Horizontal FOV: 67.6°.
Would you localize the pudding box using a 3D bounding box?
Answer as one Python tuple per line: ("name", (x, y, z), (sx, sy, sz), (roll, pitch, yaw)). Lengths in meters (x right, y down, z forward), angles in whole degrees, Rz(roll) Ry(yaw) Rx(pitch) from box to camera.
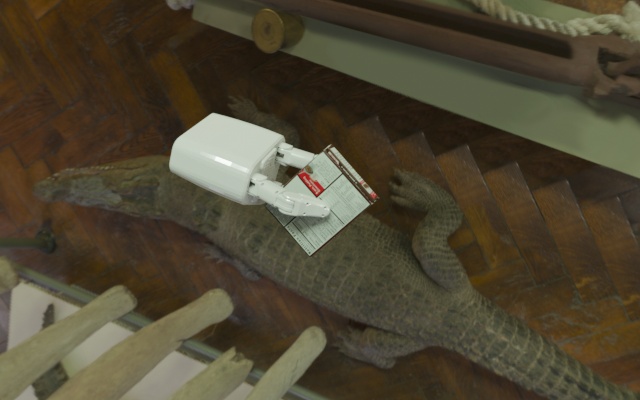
("pudding box", (0.000, 0.002, 0.588), (0.113, 0.090, 0.039), (-42, -1, 24))
